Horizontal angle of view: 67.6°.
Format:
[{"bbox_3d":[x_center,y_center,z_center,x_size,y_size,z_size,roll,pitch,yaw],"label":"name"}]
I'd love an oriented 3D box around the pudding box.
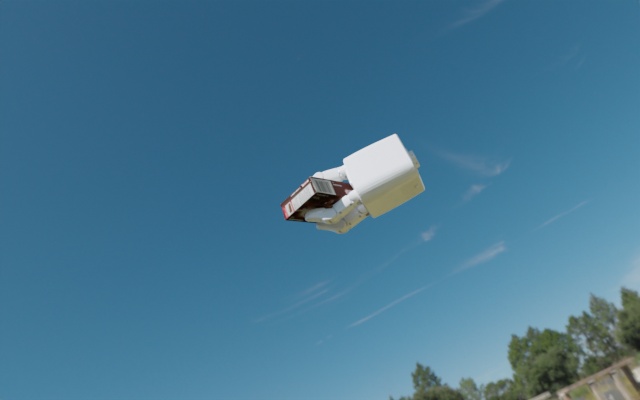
[{"bbox_3d":[0.000,0.003,0.846,0.113,0.039,0.090,10,-41,-42],"label":"pudding box"}]
